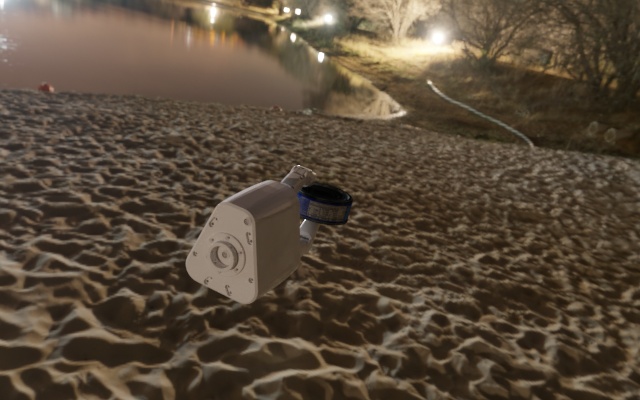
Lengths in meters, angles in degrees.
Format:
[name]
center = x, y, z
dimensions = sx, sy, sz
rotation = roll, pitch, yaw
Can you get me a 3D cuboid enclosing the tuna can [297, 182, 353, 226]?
[tuna can]
center = 0.000, 0.002, 0.652
dimensions = 0.086, 0.034, 0.086
rotation = 13, 16, -4
